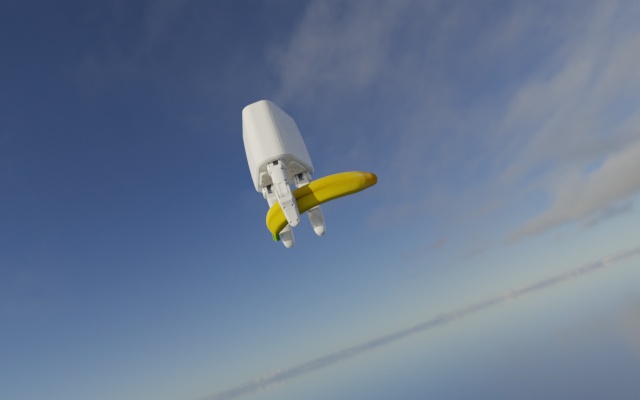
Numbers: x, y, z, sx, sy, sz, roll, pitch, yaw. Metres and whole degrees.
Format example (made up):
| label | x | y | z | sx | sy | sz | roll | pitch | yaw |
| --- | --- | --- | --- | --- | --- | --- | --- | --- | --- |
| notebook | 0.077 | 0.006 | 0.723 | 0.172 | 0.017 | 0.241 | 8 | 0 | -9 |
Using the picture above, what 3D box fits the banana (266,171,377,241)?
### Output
| label | x | y | z | sx | sy | sz | roll | pitch | yaw |
| --- | --- | --- | --- | --- | --- | --- | --- | --- | --- |
| banana | -0.012 | -0.001 | 0.716 | 0.198 | 0.037 | 0.070 | -29 | -27 | 20 |
